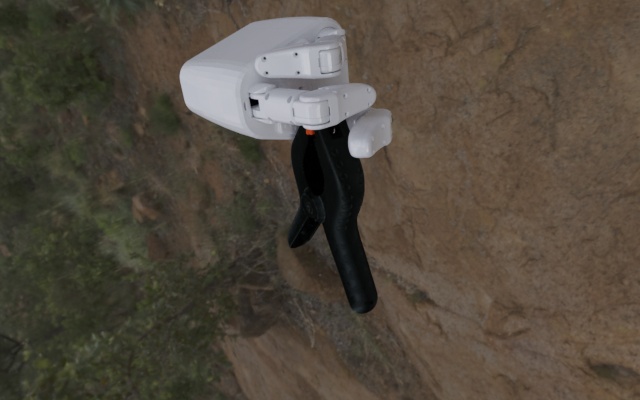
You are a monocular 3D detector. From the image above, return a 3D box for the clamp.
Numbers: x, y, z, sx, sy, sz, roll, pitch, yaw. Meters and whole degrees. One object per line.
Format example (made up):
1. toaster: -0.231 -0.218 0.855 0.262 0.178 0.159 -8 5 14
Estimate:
1. clamp: 0.000 0.001 0.400 0.039 0.171 0.120 -24 31 -33
